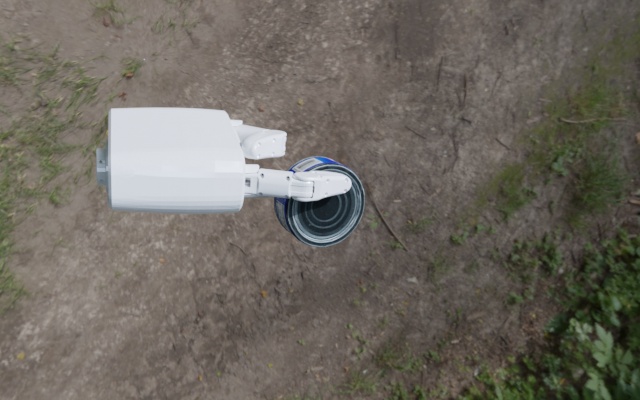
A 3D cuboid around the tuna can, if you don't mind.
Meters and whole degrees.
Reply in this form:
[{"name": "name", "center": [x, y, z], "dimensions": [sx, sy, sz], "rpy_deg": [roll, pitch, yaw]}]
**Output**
[{"name": "tuna can", "center": [0.000, 0.002, 0.468], "dimensions": [0.086, 0.086, 0.033], "rpy_deg": [0, 16, -26]}]
